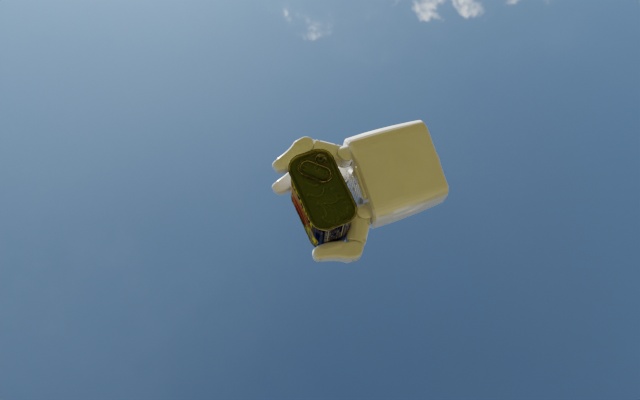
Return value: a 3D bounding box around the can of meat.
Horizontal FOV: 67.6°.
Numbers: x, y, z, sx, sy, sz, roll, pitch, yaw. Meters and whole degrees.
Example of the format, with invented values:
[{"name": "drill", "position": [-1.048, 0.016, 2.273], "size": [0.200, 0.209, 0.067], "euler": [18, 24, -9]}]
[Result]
[{"name": "can of meat", "position": [0.000, 0.002, 0.586], "size": [0.057, 0.102, 0.084], "euler": [-20, -21, -11]}]
